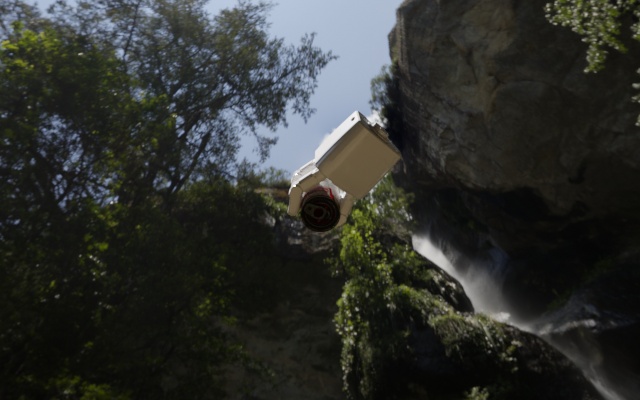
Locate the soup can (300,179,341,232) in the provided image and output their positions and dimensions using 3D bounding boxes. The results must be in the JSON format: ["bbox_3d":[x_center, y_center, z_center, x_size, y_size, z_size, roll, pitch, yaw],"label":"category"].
[{"bbox_3d":[0.000,0.003,0.846,0.068,0.068,0.102,0,24,0],"label":"soup can"}]
